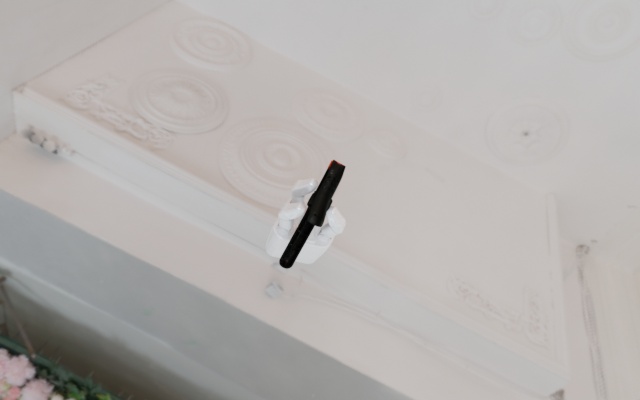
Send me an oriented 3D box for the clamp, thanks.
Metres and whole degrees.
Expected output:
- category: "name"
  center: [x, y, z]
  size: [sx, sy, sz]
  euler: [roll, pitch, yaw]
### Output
- category: "clamp"
  center: [0.001, 0.003, 0.803]
  size: [0.036, 0.210, 0.165]
  euler: [30, -32, -5]
